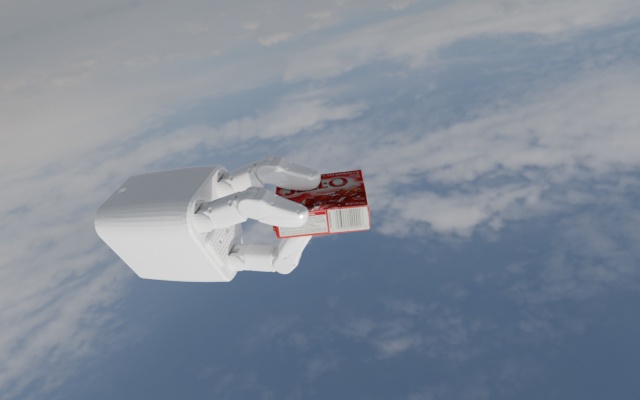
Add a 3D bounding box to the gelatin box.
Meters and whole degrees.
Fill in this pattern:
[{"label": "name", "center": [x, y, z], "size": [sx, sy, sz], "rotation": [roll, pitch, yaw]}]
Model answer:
[{"label": "gelatin box", "center": [0.000, 0.002, 0.461], "size": [0.089, 0.030, 0.073], "rotation": [-6, 29, 3]}]
